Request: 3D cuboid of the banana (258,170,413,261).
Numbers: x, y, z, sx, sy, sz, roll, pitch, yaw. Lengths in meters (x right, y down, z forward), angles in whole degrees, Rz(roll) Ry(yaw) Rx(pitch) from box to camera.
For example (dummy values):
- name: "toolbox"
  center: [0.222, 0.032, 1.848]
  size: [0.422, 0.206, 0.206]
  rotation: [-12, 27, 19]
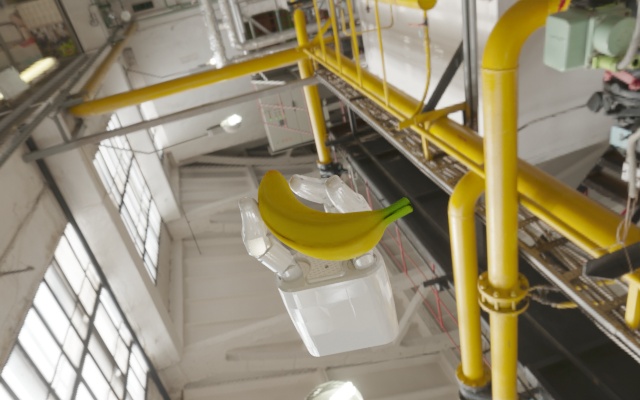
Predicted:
- name: "banana"
  center: [-0.011, 0.012, 0.417]
  size: [0.069, 0.037, 0.197]
  rotation: [-39, 32, -25]
